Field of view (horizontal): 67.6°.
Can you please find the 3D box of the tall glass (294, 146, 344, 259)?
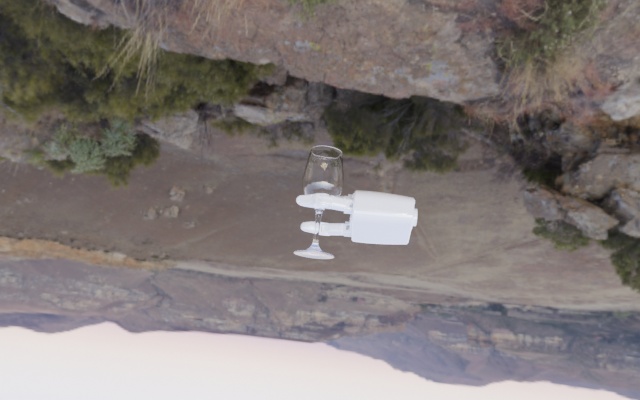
[{"bbox_3d":[0.000,0.004,0.883,0.079,0.201,0.079,6,-15,2],"label":"tall glass"}]
